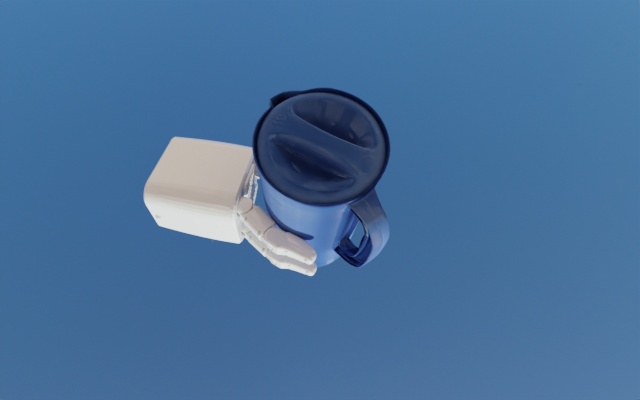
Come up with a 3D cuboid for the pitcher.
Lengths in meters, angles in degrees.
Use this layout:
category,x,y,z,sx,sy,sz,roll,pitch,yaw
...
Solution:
category,x,y,z,sx,sy,sz,roll,pitch,yaw
pitcher,0.000,0.002,0.555,0.145,0.149,0.243,9,-26,1
